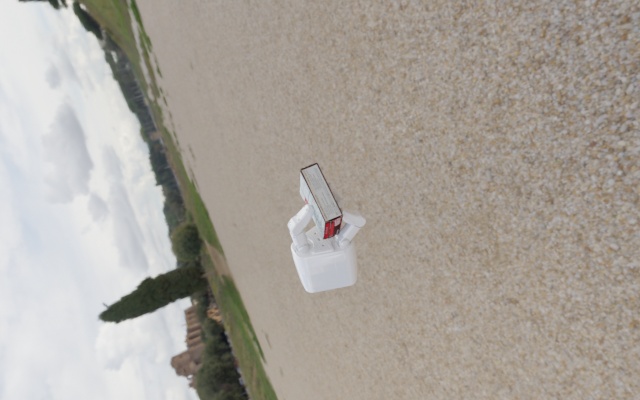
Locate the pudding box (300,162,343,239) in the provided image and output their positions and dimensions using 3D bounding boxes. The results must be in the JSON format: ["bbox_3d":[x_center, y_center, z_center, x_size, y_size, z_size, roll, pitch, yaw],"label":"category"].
[{"bbox_3d":[0.000,0.003,0.851,0.039,0.113,0.090,-23,-21,-13],"label":"pudding box"}]
